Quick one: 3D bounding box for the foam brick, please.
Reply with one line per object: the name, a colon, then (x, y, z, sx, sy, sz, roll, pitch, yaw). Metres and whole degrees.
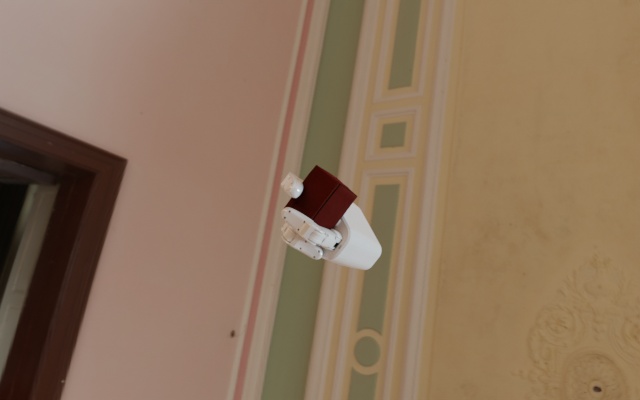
foam brick: (0.000, 0.002, 0.645, 0.053, 0.078, 0.051, 44, 10, 38)
